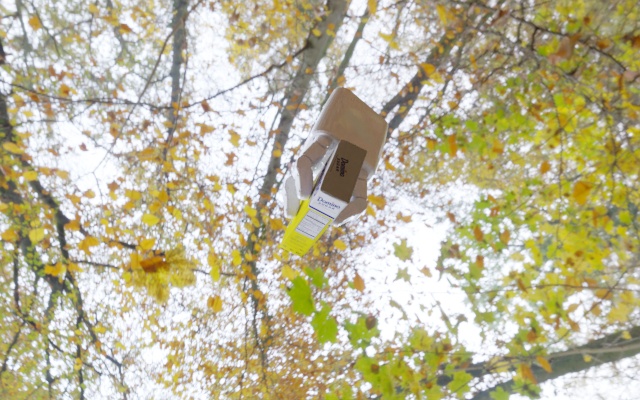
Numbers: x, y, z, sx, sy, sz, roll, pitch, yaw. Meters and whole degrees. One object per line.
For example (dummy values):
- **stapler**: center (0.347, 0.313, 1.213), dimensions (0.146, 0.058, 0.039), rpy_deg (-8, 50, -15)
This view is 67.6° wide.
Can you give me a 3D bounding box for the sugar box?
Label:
- **sugar box**: center (0.000, 0.002, 0.659), dimensions (0.048, 0.093, 0.176), rpy_deg (25, -35, -5)
